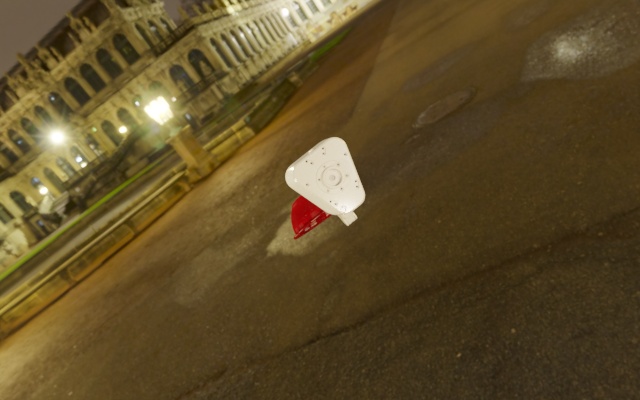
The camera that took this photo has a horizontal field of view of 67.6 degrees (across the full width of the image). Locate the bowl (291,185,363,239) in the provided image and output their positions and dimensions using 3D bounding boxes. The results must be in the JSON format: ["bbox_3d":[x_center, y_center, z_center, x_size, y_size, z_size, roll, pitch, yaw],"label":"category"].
[{"bbox_3d":[0.000,0.003,0.889,0.162,0.055,0.162,-37,-7,-5],"label":"bowl"}]
